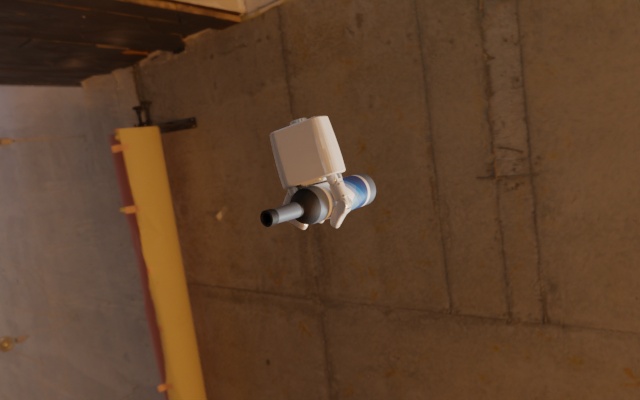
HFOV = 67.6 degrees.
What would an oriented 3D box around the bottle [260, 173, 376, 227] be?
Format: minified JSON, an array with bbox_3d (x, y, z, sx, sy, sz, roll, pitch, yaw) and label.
[{"bbox_3d":[0.000,0.003,0.872,0.069,0.069,0.295,0,10,36],"label":"bottle"}]
